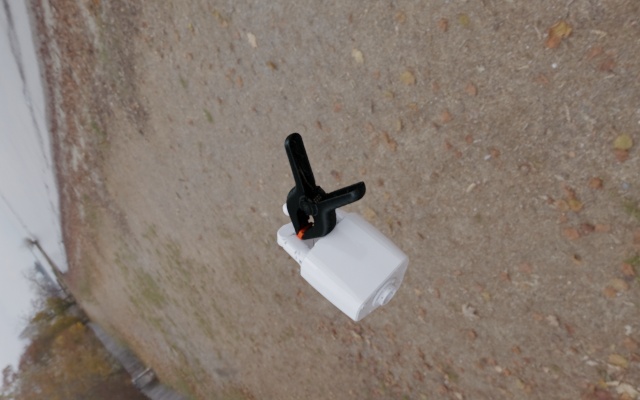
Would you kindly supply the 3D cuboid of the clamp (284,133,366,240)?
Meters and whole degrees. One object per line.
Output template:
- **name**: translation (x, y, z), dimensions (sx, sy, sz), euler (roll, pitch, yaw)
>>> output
- **clamp**: translation (0.000, 0.002, 0.626), dimensions (0.120, 0.172, 0.039), euler (38, 57, 26)
